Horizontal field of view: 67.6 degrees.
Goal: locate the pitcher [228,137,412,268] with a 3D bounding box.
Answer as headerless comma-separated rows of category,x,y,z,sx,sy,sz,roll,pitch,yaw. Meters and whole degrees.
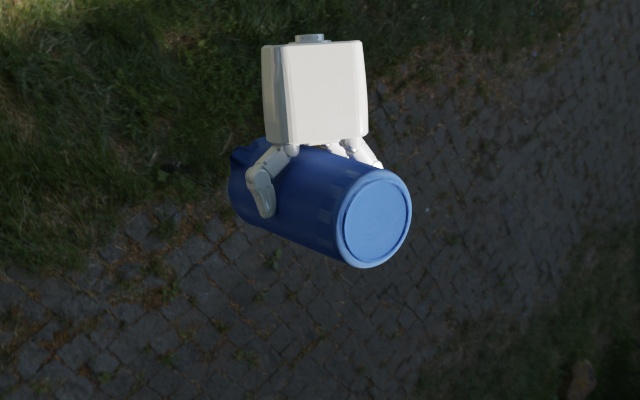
pitcher,0.000,0.002,0.595,0.149,0.145,0.242,-15,20,-31
